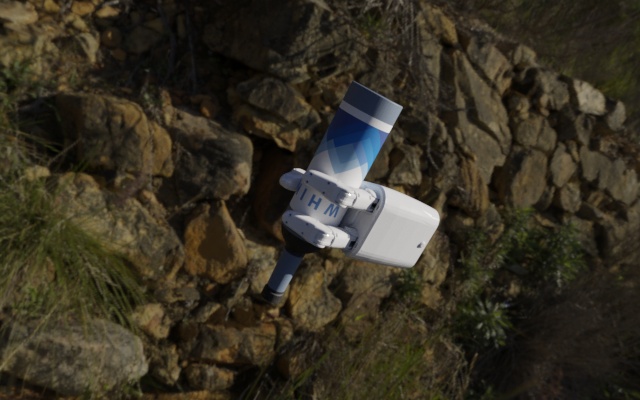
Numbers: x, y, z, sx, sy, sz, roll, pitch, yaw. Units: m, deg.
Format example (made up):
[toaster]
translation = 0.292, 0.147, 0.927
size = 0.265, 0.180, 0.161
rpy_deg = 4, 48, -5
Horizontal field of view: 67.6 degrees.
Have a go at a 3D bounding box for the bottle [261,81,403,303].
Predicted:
[bottle]
translation = 0.000, 0.002, 0.592
size = 0.069, 0.296, 0.069
rpy_deg = 26, 15, -8
